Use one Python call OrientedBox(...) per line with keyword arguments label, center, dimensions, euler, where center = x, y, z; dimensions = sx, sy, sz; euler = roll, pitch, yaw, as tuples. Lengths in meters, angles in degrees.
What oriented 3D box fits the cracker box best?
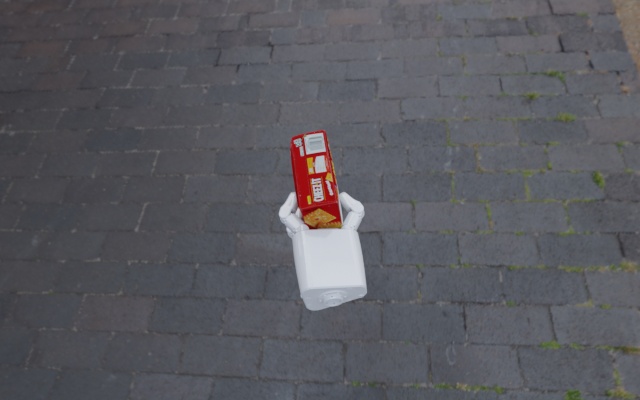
OrientedBox(label="cracker box", center=(0.000, 0.003, 0.890), dimensions=(0.072, 0.164, 0.214), euler=(-10, -35, 2))
